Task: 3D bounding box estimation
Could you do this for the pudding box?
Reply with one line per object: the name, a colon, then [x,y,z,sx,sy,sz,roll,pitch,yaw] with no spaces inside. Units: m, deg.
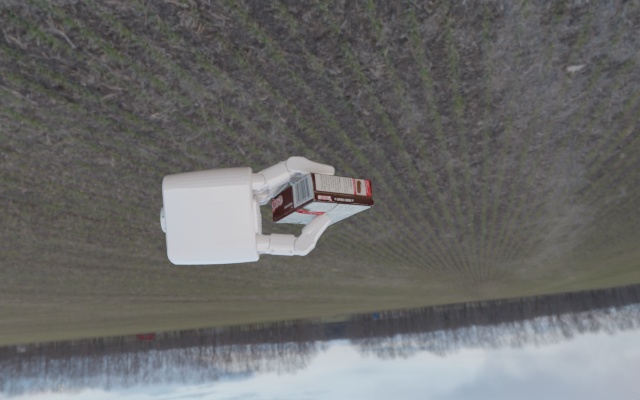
pudding box: [0.000,0.002,0.615,0.090,0.039,0.113,4,-17,-31]
